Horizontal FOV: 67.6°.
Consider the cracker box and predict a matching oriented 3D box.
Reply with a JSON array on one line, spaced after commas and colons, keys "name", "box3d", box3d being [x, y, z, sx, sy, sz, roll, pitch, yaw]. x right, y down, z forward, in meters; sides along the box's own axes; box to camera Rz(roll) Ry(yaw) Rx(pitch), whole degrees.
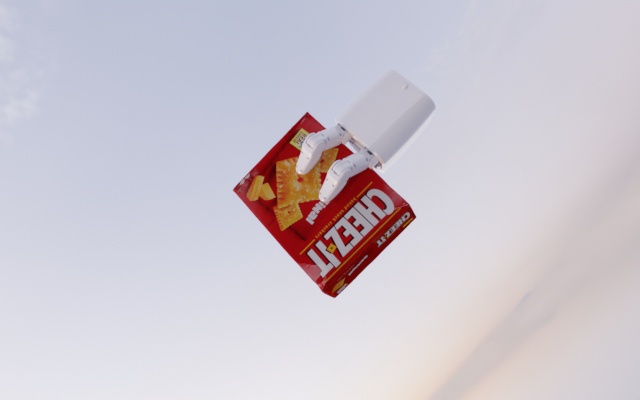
[{"name": "cracker box", "box3d": [0.000, 0.002, 0.679, 0.213, 0.164, 0.072, 45, 1, 25]}]
